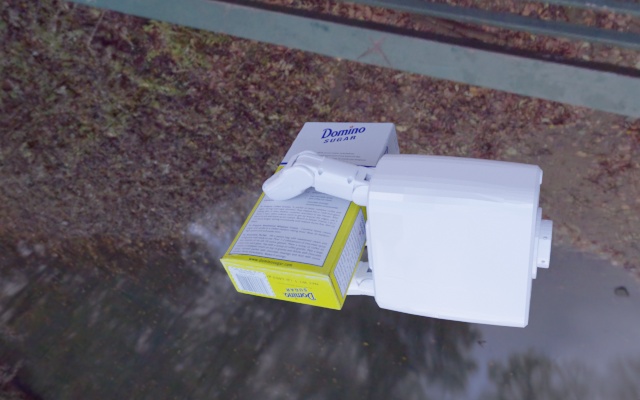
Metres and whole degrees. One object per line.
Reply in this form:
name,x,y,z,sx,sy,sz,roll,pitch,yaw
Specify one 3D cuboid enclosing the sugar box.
sugar box,0.000,0.002,0.402,0.093,0.048,0.176,5,44,25
